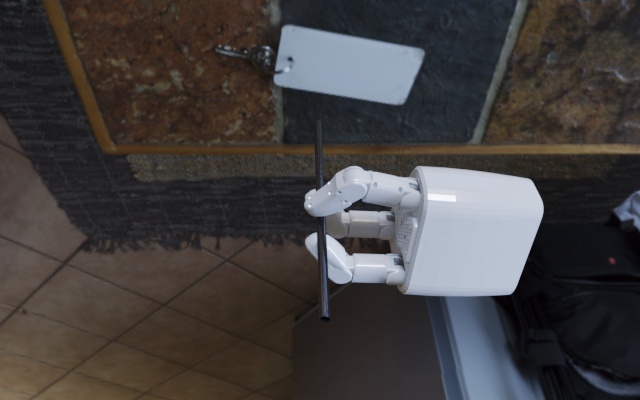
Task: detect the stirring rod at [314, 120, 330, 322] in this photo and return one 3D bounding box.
[{"bbox_3d":[0.000,0.001,0.430,0.011,0.011,0.239,-1,45,-1],"label":"stirring rod"}]
